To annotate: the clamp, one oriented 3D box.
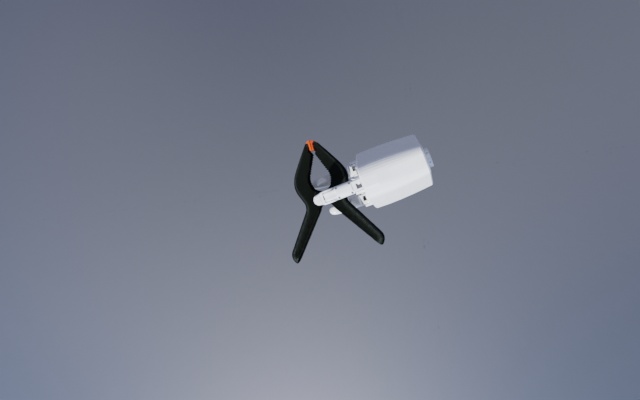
[{"bbox_3d":[0.000,0.002,0.824,0.164,0.210,0.036,-21,1,10],"label":"clamp"}]
